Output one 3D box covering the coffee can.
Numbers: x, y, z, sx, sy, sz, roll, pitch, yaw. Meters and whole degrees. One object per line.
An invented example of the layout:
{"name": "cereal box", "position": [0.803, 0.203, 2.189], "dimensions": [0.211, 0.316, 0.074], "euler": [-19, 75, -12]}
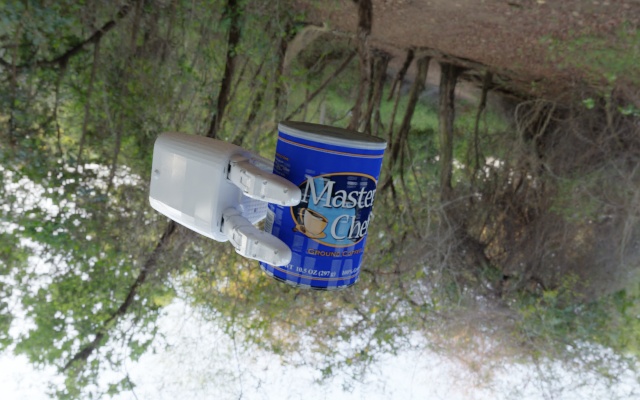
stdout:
{"name": "coffee can", "position": [0.000, 0.001, 0.463], "dimensions": [0.103, 0.140, 0.102], "euler": [10, 13, -2]}
